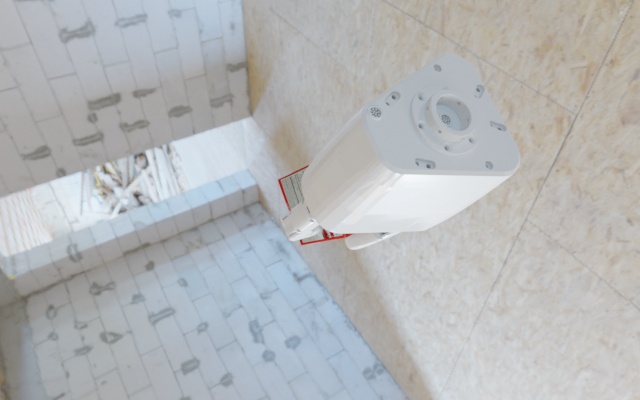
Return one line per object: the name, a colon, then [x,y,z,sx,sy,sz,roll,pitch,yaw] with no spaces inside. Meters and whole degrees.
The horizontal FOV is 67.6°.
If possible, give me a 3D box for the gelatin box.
gelatin box: [0.000,0.002,0.459,0.030,0.073,0.089,-21,1,-31]
